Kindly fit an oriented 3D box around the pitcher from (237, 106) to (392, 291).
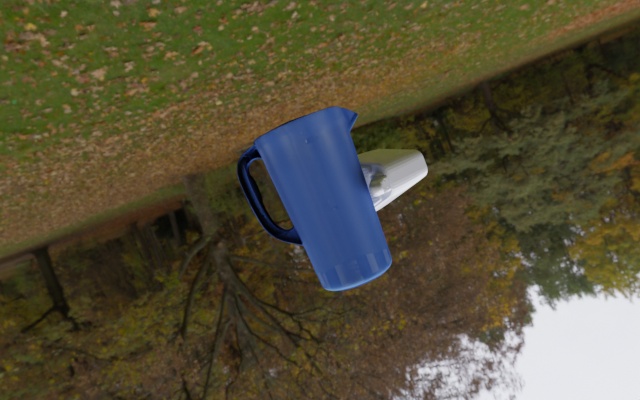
[{"bbox_3d":[0.000,0.002,0.677,0.149,0.243,0.145,-18,6,46],"label":"pitcher"}]
